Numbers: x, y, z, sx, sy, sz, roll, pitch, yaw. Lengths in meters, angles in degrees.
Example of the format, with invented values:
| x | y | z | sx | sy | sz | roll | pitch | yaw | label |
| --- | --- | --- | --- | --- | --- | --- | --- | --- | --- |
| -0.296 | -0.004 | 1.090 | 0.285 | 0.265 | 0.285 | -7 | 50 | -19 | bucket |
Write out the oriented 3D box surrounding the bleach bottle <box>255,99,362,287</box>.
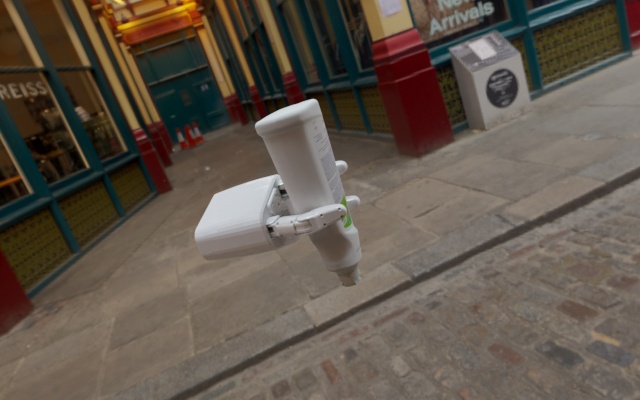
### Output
| x | y | z | sx | sy | sz | roll | pitch | yaw | label |
| --- | --- | --- | --- | --- | --- | --- | --- | --- | --- |
| 0.000 | 0.002 | 0.620 | 0.068 | 0.251 | 0.102 | -13 | 17 | 21 | bleach bottle |
